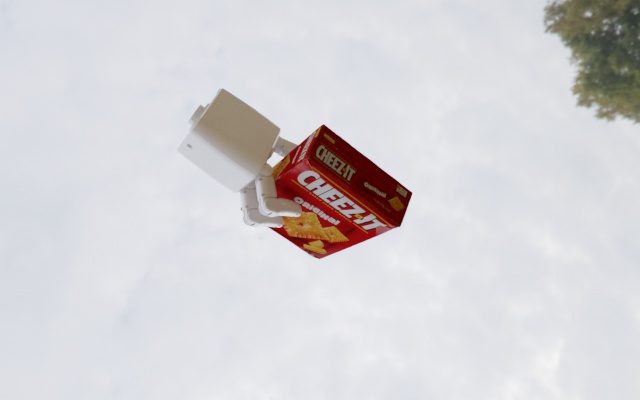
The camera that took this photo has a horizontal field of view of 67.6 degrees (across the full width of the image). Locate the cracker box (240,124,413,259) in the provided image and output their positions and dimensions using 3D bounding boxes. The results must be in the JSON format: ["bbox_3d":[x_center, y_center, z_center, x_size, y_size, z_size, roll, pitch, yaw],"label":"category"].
[{"bbox_3d":[0.000,0.002,0.708,0.164,0.072,0.214,35,-33,-18],"label":"cracker box"}]
